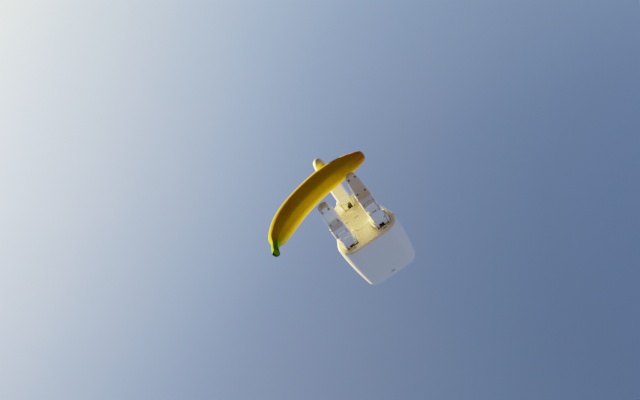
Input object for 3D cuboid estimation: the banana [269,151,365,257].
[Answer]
[{"bbox_3d":[-0.014,0.000,0.688,0.069,0.197,0.037,22,-23,47],"label":"banana"}]
